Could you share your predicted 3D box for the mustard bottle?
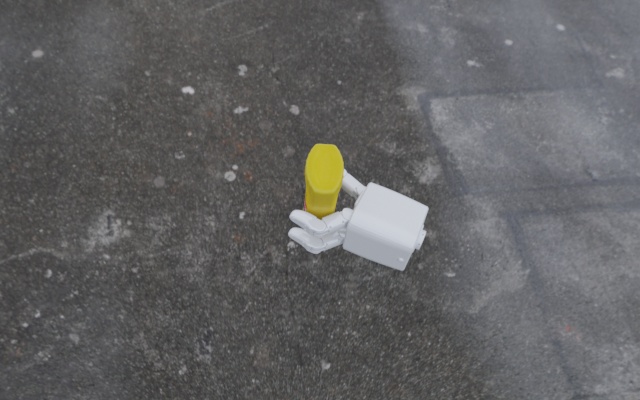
[{"bbox_3d":[0.000,0.002,0.779,0.058,0.096,0.192,2,-34,-3],"label":"mustard bottle"}]
